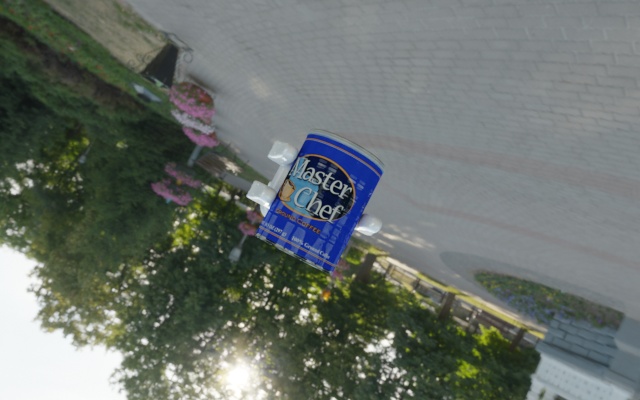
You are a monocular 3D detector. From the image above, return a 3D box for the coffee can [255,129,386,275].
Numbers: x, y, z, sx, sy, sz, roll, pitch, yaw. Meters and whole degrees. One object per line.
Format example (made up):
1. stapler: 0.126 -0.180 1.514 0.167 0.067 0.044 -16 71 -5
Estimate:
1. coffee can: 0.000 0.002 0.562 0.103 0.140 0.103 27 -6 3
